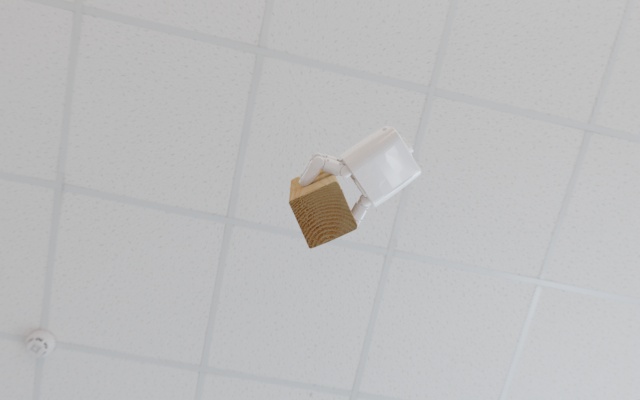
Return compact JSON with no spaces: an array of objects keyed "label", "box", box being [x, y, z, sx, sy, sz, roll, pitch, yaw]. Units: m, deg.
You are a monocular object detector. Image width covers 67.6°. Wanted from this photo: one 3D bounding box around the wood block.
[{"label":"wood block","box":[0.001,0.003,0.877,0.090,0.091,0.206,-24,12,3]}]
